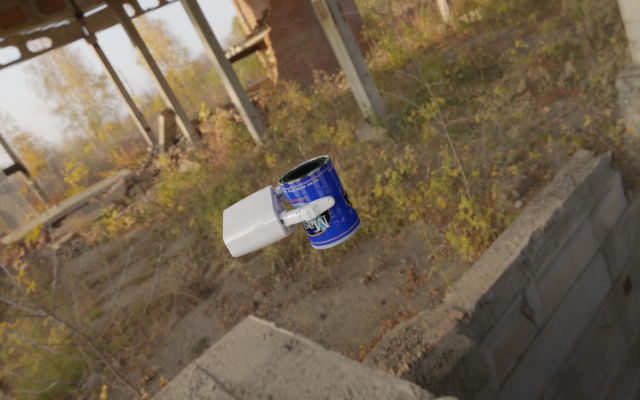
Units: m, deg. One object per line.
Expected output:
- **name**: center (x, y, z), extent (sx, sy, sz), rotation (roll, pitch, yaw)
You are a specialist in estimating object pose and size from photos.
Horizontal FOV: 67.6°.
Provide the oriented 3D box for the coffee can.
- **coffee can**: center (0.000, 0.003, 0.872), extent (0.103, 0.140, 0.102), rotation (-25, 17, 8)
